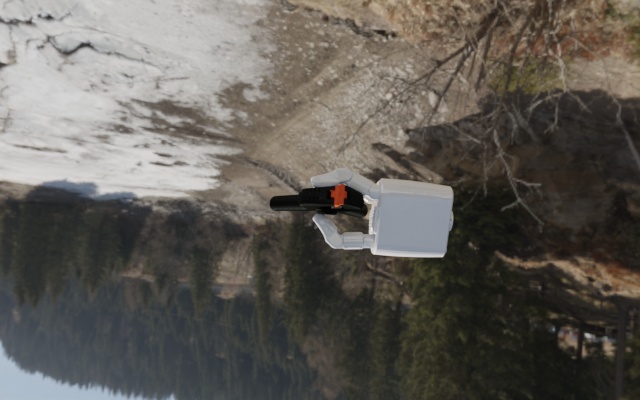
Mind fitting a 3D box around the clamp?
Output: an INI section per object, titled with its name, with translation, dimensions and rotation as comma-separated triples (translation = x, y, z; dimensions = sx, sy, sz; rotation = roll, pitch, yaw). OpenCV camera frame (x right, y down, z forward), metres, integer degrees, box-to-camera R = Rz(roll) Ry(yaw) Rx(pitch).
[clamp]
translation = 0.000, 0.003, 0.713
dimensions = 0.164, 0.036, 0.210
rotation = 3, -6, -1
